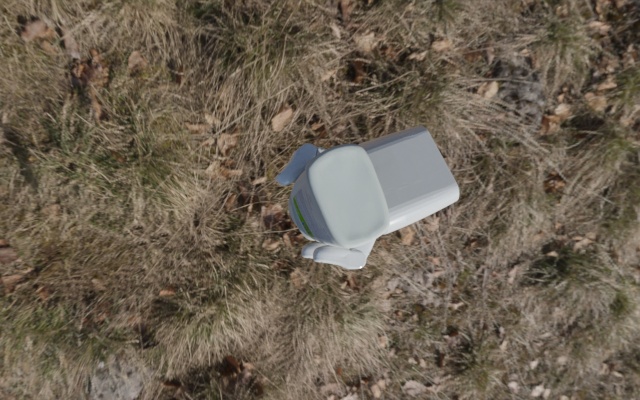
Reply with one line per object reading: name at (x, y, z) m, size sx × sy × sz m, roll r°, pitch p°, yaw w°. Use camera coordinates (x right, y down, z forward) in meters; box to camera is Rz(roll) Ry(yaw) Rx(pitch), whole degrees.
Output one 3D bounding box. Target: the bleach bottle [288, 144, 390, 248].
bleach bottle at (0.000, 0.002, 0.575) m, size 0.068 × 0.102 × 0.251 m, roll -23°, pitch 3°, yaw -14°
